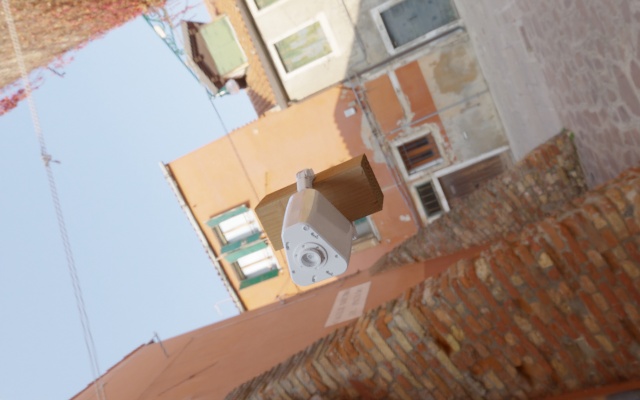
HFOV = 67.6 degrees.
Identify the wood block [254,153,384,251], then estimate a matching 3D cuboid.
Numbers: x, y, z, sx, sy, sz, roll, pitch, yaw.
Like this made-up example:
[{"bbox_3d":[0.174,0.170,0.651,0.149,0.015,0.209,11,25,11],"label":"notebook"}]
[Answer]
[{"bbox_3d":[0.000,0.003,0.854,0.206,0.091,0.090,-22,13,16],"label":"wood block"}]
